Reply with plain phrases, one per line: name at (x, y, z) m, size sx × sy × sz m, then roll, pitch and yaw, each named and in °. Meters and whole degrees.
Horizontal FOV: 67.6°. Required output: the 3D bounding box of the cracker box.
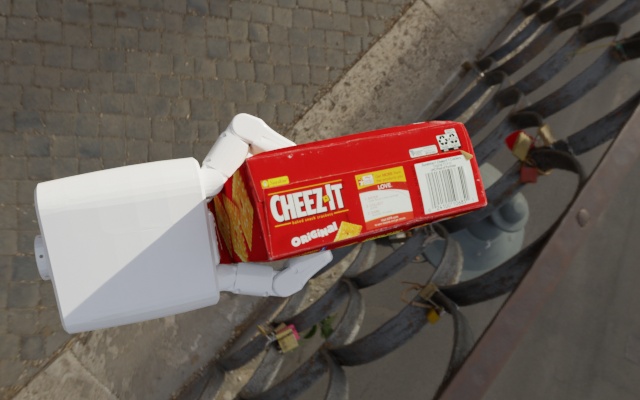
cracker box at (0.000, 0.001, 0.401) m, size 0.164 × 0.072 × 0.214 m, roll -13°, pitch -2°, yaw -21°
